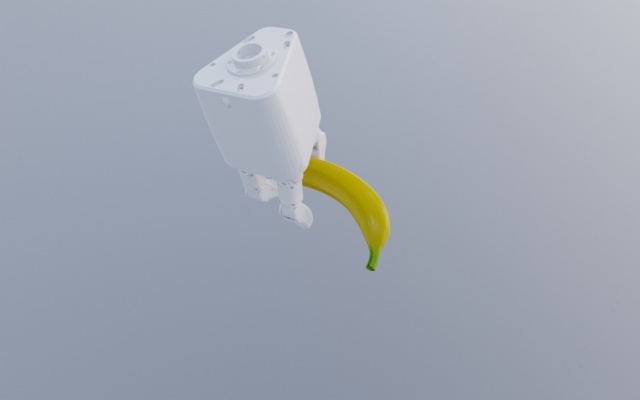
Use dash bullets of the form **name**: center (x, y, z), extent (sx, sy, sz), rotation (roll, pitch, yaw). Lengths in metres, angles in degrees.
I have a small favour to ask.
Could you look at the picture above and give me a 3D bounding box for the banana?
- **banana**: center (0.017, -0.007, 0.553), extent (0.197, 0.069, 0.037), rotation (43, -18, 34)
